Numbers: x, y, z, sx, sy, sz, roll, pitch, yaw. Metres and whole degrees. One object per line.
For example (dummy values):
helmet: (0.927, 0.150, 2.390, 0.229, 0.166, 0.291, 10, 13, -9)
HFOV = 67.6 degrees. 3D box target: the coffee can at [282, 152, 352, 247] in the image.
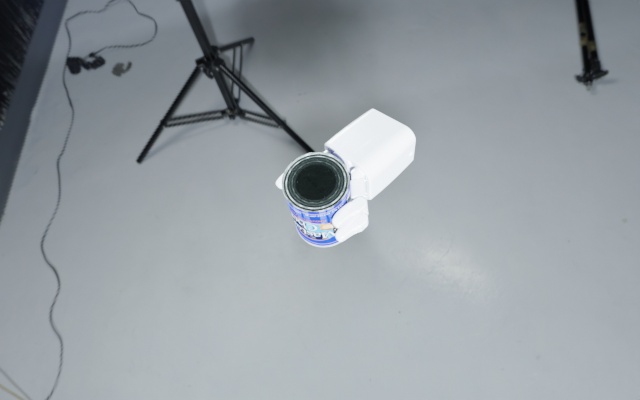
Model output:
coffee can: (0.000, 0.003, 0.768, 0.103, 0.102, 0.140, 0, -27, 7)
